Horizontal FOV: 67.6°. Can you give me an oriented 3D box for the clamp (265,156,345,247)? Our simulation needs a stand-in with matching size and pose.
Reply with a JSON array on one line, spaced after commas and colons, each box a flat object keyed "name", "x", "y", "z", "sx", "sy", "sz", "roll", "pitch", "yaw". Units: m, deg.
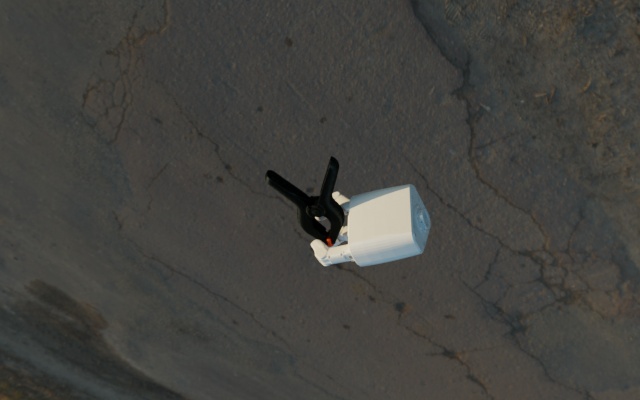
[{"name": "clamp", "x": 0.000, "y": 0.003, "z": 0.773, "sx": 0.120, "sy": 0.171, "sz": 0.039, "roll": -15, "pitch": 37, "yaw": 27}]
